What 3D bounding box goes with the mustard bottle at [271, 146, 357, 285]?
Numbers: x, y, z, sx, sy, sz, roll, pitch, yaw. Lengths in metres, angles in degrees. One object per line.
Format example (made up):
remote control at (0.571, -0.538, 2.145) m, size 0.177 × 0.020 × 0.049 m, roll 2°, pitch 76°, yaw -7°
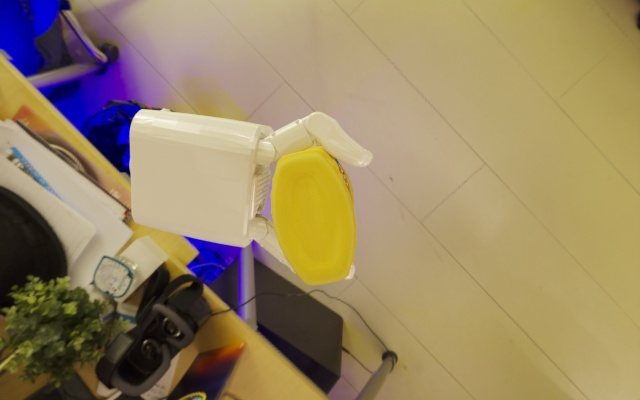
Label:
mustard bottle at (0.000, 0.001, 0.422) m, size 0.058 × 0.096 × 0.191 m, roll -14°, pitch 7°, yaw 5°
